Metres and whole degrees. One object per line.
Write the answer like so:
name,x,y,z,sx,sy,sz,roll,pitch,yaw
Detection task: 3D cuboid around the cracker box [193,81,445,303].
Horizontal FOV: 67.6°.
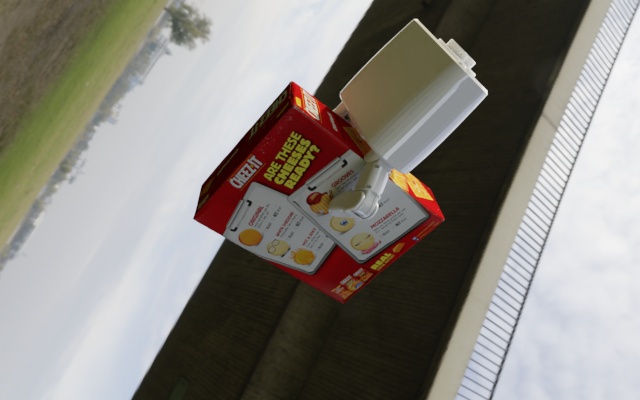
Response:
cracker box,0.000,0.002,0.521,0.214,0.164,0.072,34,25,-26
